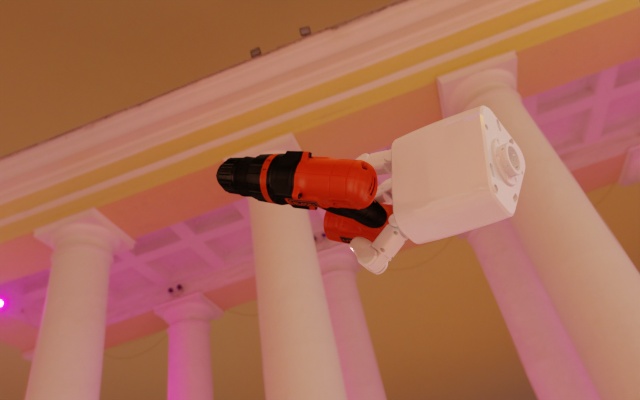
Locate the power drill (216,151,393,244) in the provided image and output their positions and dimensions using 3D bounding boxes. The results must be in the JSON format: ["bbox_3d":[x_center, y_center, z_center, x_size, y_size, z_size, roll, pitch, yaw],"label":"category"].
[{"bbox_3d":[0.001,0.002,0.537,0.184,0.057,0.188,7,-14,31],"label":"power drill"}]
